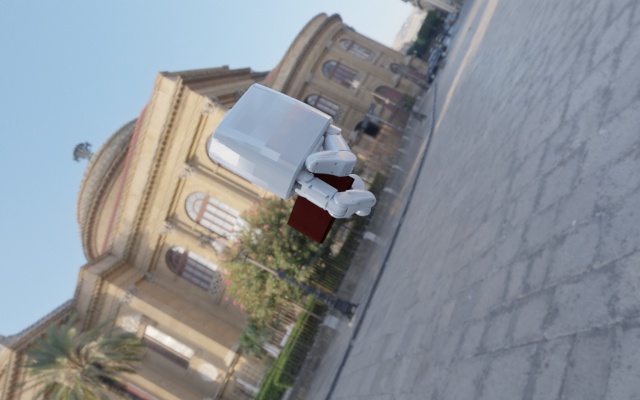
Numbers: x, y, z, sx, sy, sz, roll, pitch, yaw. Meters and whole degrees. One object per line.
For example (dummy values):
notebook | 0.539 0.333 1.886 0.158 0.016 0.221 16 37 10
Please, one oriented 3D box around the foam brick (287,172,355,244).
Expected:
foam brick | 0.000 0.002 0.587 0.051 0.078 0.053 27 39 4
